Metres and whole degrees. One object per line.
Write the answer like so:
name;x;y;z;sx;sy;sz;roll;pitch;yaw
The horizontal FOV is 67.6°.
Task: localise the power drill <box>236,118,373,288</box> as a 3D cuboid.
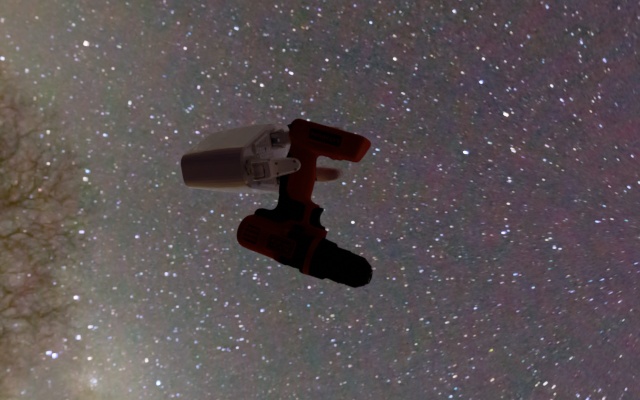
power drill;0.000;0.001;0.609;0.184;0.187;0.057;19;-1;12
